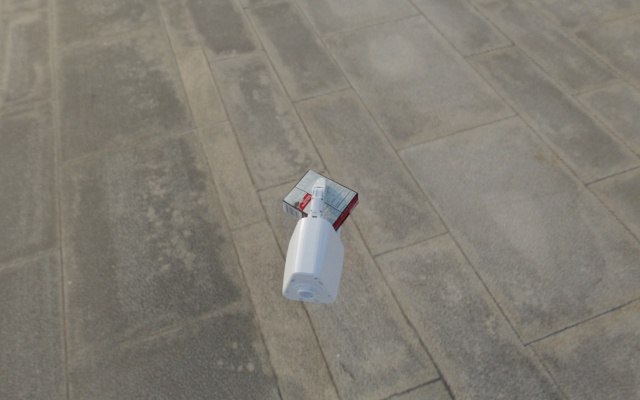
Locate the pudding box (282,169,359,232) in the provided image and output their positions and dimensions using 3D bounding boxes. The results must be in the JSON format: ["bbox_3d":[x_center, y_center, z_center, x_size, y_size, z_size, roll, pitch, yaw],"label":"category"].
[{"bbox_3d":[0.000,0.003,0.871,0.113,0.090,0.039,29,-29,21],"label":"pudding box"}]
